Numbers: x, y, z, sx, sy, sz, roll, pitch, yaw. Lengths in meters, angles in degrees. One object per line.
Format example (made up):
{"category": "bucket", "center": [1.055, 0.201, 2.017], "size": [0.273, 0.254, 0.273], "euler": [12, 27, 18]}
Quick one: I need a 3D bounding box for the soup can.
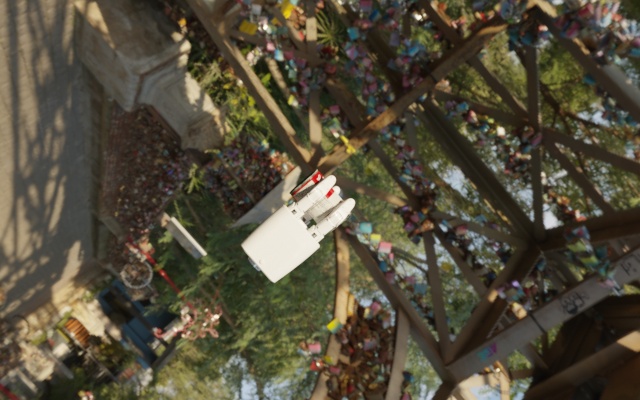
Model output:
{"category": "soup can", "center": [0.001, 0.003, 0.886], "size": [0.068, 0.102, 0.068], "euler": [-40, 6, 5]}
